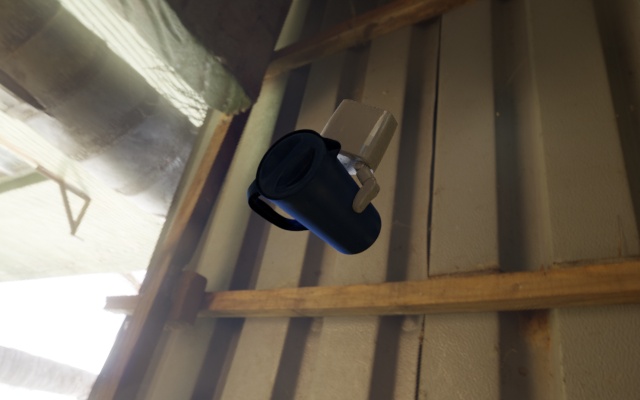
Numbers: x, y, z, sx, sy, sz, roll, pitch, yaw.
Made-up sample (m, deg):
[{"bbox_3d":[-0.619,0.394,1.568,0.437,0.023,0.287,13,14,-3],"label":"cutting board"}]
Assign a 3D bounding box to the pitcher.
[{"bbox_3d":[0.000,0.003,0.831,0.149,0.145,0.243,15,-21,42],"label":"pitcher"}]
